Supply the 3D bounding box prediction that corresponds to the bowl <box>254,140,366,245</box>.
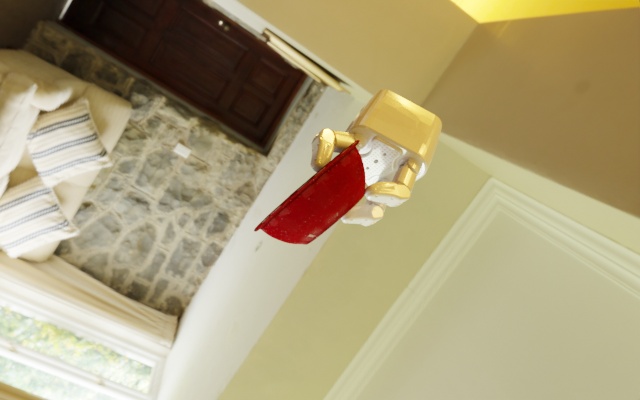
[{"bbox_3d":[-0.001,0.003,0.560,0.162,0.055,0.162,-40,1,1],"label":"bowl"}]
